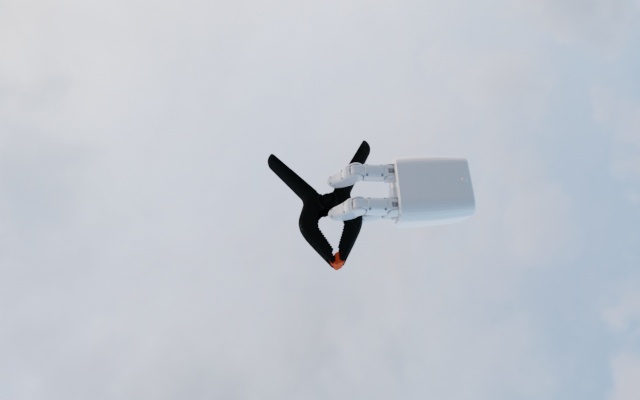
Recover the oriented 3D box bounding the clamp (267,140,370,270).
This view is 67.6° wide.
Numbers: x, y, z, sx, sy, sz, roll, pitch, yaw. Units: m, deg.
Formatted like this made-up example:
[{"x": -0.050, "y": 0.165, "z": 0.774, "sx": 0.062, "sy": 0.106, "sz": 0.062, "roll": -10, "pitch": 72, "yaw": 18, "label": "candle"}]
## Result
[{"x": 0.000, "y": 0.003, "z": 0.725, "sx": 0.164, "sy": 0.210, "sz": 0.036, "roll": -3, "pitch": -27, "yaw": 2, "label": "clamp"}]
